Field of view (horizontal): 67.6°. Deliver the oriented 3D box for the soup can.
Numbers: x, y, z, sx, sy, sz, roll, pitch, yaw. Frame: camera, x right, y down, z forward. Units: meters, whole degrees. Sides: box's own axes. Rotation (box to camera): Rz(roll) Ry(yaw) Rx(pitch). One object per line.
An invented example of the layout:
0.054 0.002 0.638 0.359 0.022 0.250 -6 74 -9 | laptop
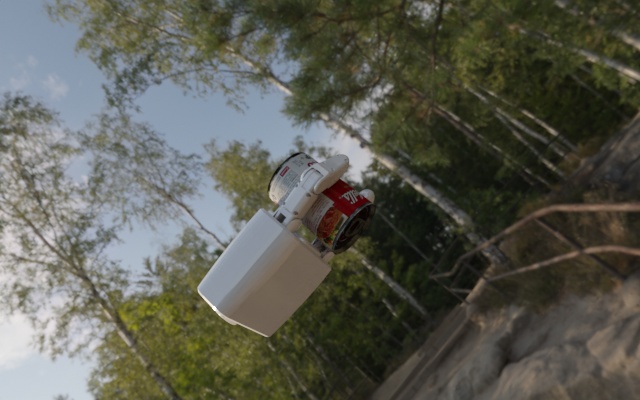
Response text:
0.000 0.001 0.523 0.102 0.068 0.068 39 16 22 | soup can
